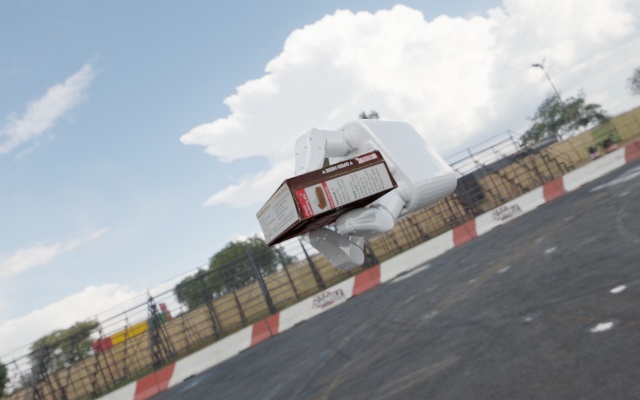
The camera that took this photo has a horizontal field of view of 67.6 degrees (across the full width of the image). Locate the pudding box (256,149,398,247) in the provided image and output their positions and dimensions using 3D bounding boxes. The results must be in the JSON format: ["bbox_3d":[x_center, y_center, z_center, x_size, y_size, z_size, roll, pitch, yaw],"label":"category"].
[{"bbox_3d":[0.000,0.001,0.414,0.090,0.039,0.113,-20,-10,-23],"label":"pudding box"}]
